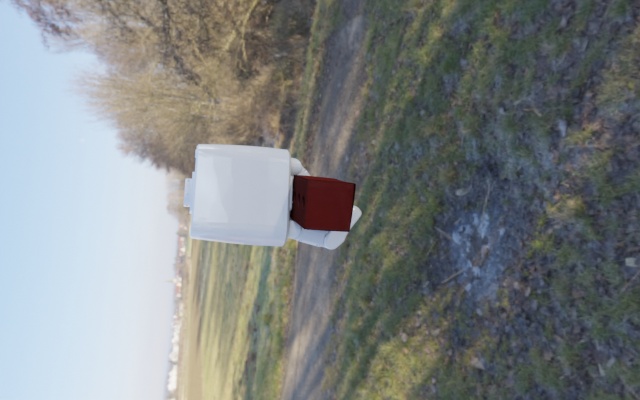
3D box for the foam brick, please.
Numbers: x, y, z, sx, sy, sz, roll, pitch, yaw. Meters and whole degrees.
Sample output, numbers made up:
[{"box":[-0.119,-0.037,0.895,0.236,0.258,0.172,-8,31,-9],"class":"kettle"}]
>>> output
[{"box":[0.000,0.002,0.521,0.051,0.053,0.078,5,5,-15],"class":"foam brick"}]
